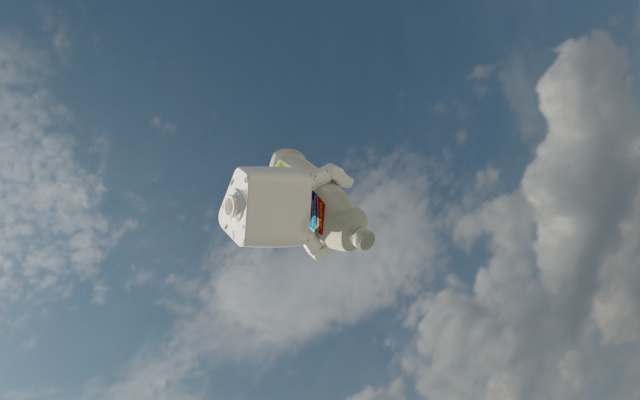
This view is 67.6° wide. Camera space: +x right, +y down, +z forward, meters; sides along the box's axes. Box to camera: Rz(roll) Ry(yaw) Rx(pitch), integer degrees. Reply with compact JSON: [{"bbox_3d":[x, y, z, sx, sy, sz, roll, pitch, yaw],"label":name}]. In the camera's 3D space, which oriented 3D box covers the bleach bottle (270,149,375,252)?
[{"bbox_3d":[0.000,0.003,0.768,0.068,0.102,0.250,2,21,-38],"label":"bleach bottle"}]
